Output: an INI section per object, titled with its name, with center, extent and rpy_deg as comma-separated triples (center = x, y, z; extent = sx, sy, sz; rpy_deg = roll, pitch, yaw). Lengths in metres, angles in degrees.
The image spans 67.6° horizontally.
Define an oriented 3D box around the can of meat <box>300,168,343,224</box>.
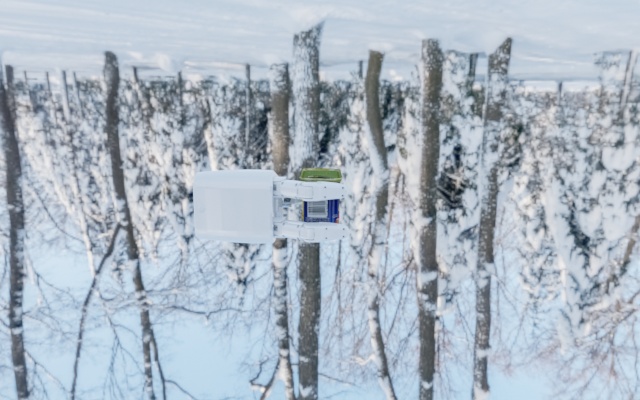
[can of meat]
center = 0.000, 0.003, 0.674
extent = 0.057, 0.084, 0.102
rpy_deg = 1, 12, 0
